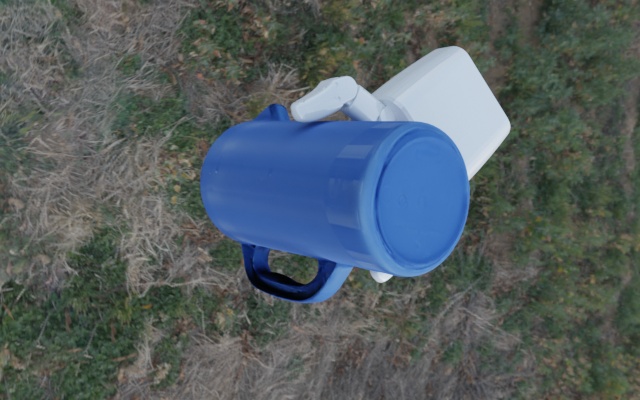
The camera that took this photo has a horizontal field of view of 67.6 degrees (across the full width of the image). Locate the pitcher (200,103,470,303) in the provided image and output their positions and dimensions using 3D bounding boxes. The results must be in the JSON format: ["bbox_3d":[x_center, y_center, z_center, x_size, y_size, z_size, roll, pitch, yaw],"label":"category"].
[{"bbox_3d":[0.000,0.001,0.419,0.145,0.149,0.243,-42,27,-25],"label":"pitcher"}]
